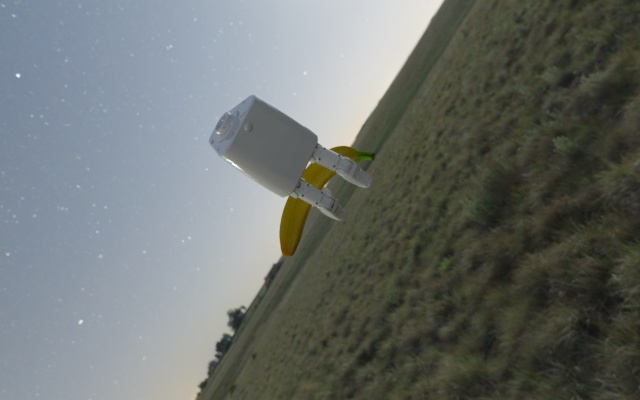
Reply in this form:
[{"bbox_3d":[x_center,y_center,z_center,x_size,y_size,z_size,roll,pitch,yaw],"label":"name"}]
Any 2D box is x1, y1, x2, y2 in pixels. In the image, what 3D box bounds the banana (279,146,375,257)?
[{"bbox_3d":[-0.009,-0.011,0.698,0.069,0.198,0.037,43,6,32],"label":"banana"}]
